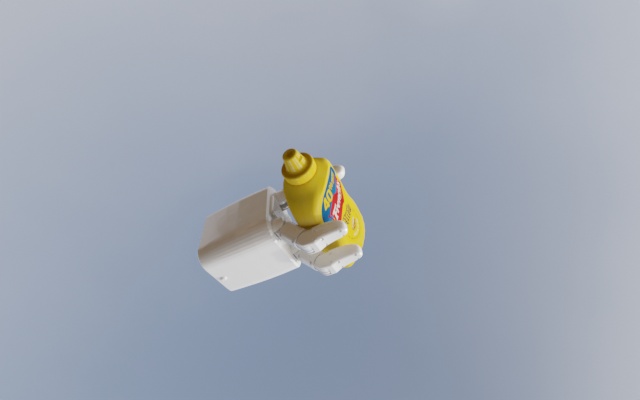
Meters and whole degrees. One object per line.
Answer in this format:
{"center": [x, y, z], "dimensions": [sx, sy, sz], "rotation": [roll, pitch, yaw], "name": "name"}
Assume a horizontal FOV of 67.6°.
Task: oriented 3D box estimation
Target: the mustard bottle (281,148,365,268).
{"center": [0.001, 0.002, 0.609], "dimensions": [0.058, 0.096, 0.192], "rotation": [-4, -36, 26], "name": "mustard bottle"}
